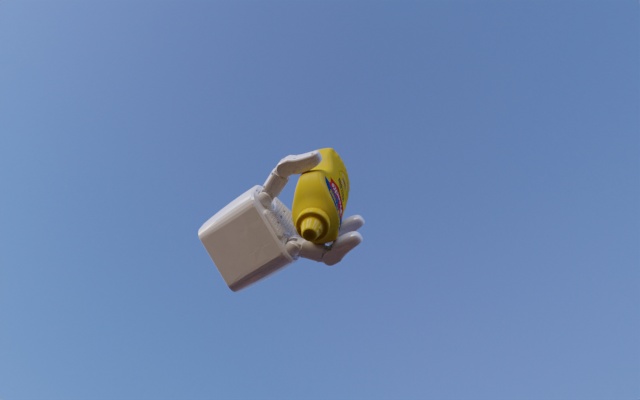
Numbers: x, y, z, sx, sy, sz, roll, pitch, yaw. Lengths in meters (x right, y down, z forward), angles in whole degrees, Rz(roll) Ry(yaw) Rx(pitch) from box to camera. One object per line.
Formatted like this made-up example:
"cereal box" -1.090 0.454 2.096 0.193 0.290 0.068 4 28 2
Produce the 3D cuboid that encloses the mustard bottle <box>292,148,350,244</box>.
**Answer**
"mustard bottle" 0.000 0.002 0.633 0.058 0.096 0.191 -8 22 13
